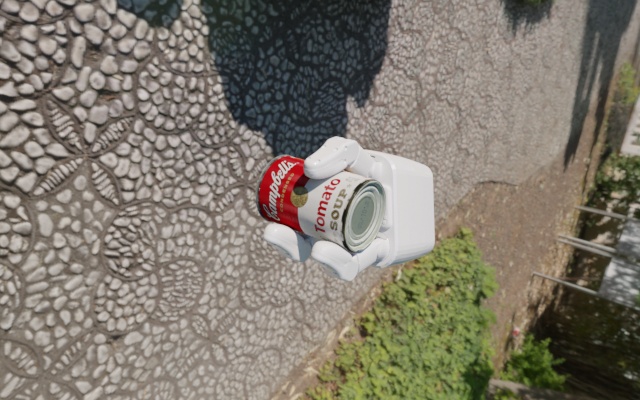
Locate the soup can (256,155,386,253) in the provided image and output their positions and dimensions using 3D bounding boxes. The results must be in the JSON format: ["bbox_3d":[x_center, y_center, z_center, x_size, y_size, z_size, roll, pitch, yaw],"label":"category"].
[{"bbox_3d":[0.000,0.001,0.438,0.102,0.068,0.068,18,10,34],"label":"soup can"}]
